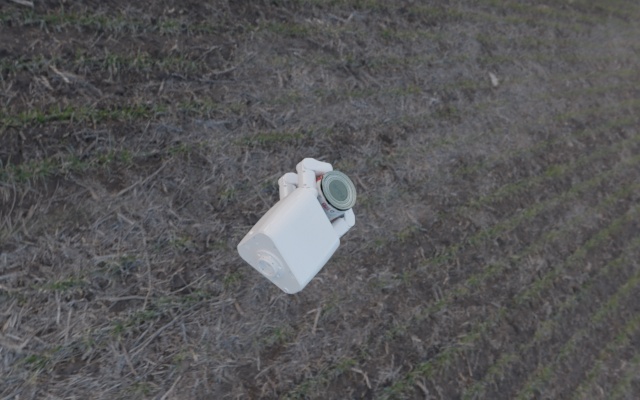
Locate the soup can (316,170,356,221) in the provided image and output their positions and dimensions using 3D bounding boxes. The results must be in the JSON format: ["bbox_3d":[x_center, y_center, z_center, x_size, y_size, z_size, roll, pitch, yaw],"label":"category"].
[{"bbox_3d":[0.001,0.002,0.756,0.068,0.068,0.102,0,-22,-37],"label":"soup can"}]
